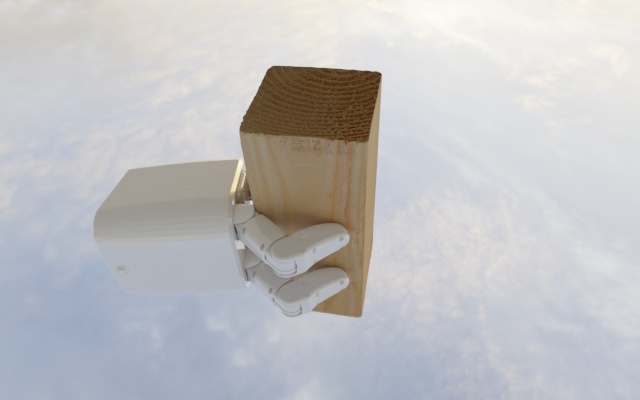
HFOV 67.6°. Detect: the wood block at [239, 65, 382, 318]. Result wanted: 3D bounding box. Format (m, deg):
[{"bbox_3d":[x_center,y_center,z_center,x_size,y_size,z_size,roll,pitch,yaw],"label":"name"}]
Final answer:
[{"bbox_3d":[0.000,0.001,0.408,0.090,0.090,0.206,6,-44,9],"label":"wood block"}]
